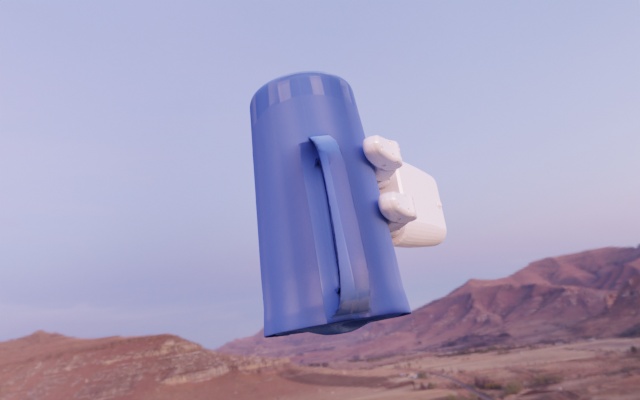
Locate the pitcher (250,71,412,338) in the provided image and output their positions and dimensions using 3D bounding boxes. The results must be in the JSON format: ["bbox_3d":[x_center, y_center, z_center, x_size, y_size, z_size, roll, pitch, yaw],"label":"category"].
[{"bbox_3d":[0.000,0.002,0.451,0.149,0.242,0.145,-21,-20,35],"label":"pitcher"}]
